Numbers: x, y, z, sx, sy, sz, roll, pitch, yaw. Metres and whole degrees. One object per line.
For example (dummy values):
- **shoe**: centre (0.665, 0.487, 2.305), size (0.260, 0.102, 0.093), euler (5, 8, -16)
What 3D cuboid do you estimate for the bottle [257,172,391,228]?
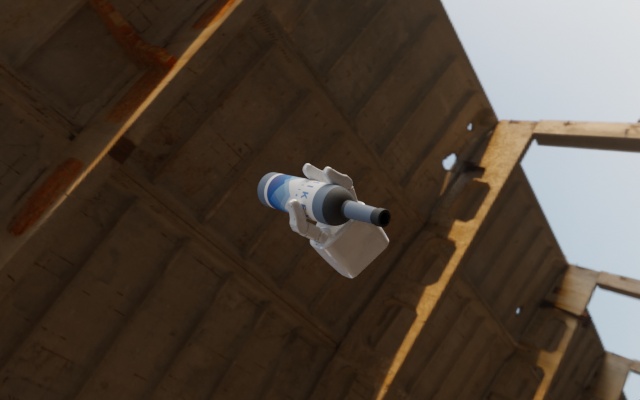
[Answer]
- **bottle**: centre (0.000, 0.003, 0.804), size (0.069, 0.069, 0.295), euler (0, 9, -40)
